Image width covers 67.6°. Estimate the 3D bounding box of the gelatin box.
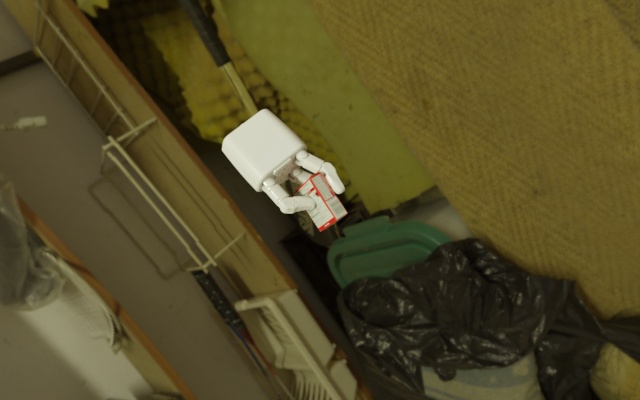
[{"bbox_3d":[0.000,0.003,0.841,0.030,0.089,0.073,-31,-5,-30],"label":"gelatin box"}]
